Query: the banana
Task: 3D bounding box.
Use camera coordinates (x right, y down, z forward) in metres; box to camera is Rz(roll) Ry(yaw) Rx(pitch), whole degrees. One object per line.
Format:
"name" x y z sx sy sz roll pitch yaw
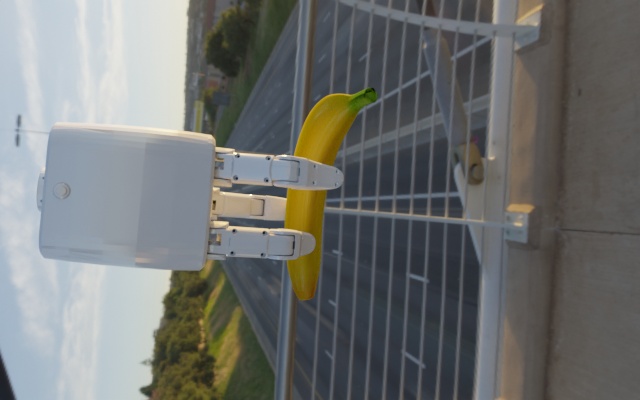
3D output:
"banana" -0.005 -0.010 0.419 0.037 0.198 0.069 5 24 -23
